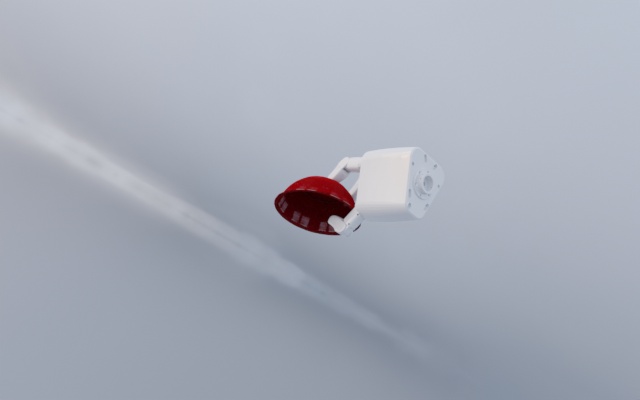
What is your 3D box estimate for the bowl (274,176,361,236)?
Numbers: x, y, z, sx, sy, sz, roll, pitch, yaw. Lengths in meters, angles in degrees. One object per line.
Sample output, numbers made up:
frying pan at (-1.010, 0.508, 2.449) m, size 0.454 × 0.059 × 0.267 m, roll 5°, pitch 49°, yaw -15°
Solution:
bowl at (-0.001, 0.003, 0.873) m, size 0.162 × 0.055 × 0.162 m, roll 11°, pitch -29°, yaw 6°
